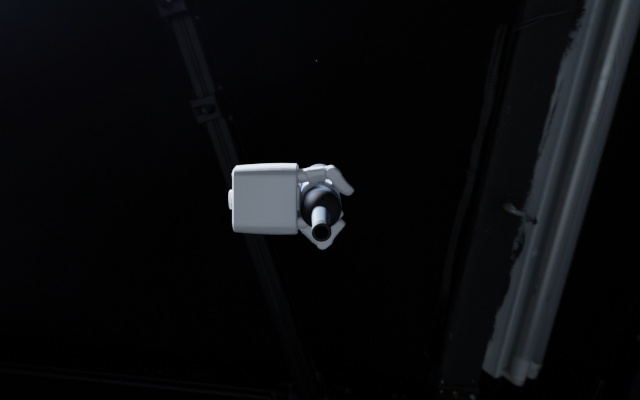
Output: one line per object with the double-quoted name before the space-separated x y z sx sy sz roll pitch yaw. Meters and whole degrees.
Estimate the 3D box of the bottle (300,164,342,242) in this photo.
"bottle" 0.000 0.002 0.790 0.069 0.069 0.295 0 16 -1
